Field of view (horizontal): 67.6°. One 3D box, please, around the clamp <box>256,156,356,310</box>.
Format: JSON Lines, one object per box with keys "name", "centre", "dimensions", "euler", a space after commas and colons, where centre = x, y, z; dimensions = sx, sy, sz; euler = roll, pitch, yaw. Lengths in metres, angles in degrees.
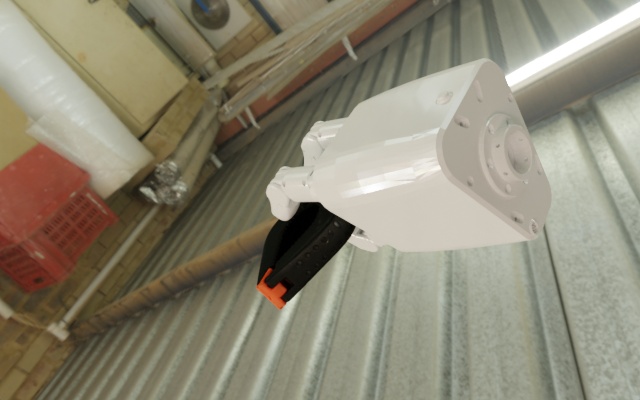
{"name": "clamp", "centre": [0.000, 0.002, 0.428], "dimensions": [0.036, 0.210, 0.164], "euler": [47, -31, -22]}
